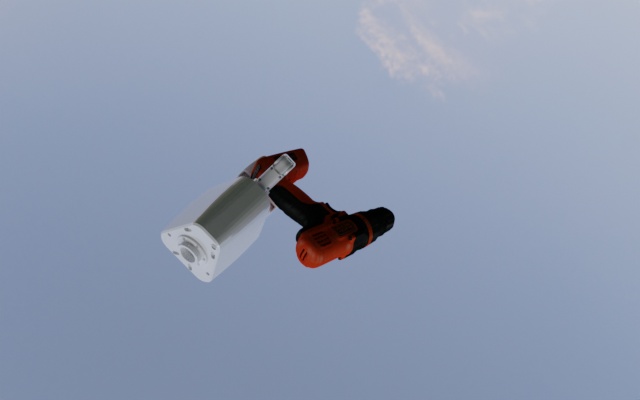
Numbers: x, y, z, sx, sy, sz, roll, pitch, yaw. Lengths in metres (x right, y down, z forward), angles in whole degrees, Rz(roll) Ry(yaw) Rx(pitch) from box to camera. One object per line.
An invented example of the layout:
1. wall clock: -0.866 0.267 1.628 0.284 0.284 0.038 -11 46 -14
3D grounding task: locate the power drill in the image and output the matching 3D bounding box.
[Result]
1. power drill: 0.000 0.002 0.700 0.184 0.057 0.187 -19 54 -43
